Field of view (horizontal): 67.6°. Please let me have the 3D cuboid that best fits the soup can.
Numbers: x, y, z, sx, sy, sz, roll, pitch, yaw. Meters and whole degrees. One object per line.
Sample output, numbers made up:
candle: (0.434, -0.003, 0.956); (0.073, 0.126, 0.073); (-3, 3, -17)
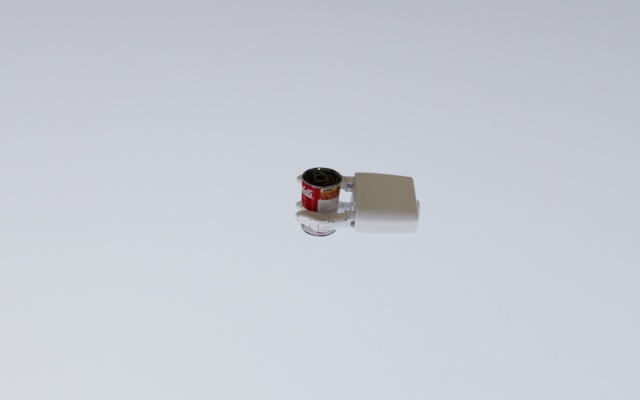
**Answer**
soup can: (0.000, 0.003, 0.823); (0.068, 0.102, 0.068); (3, 33, -2)
